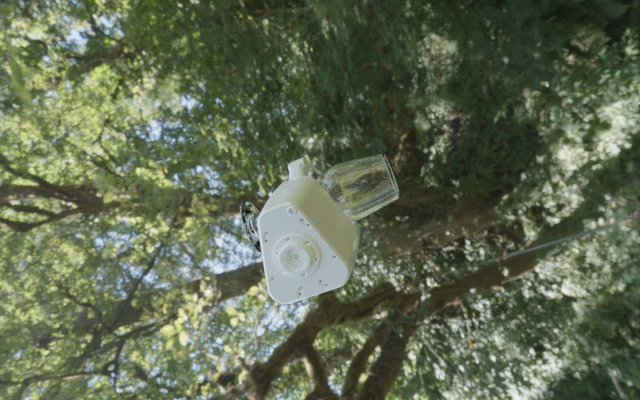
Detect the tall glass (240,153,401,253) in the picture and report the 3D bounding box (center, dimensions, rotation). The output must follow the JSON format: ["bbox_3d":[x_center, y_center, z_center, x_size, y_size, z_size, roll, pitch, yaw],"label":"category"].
[{"bbox_3d":[-0.001,0.002,0.627,0.201,0.079,0.079,-21,-5,13],"label":"tall glass"}]
